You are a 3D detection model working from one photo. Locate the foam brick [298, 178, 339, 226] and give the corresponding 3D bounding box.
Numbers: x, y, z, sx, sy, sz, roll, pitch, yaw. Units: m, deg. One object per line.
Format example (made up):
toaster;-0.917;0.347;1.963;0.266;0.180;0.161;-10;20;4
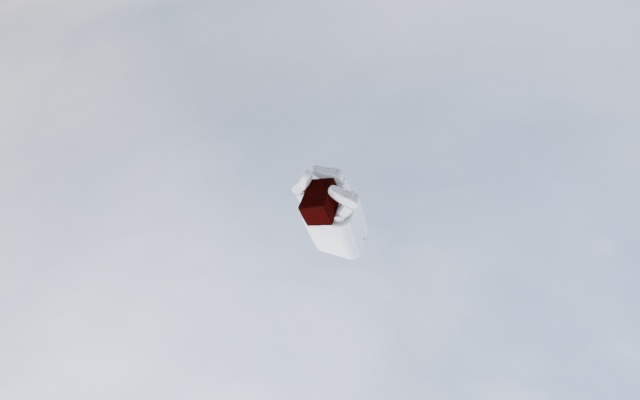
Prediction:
foam brick;0.000;0.003;0.884;0.053;0.051;0.078;-2;43;23
